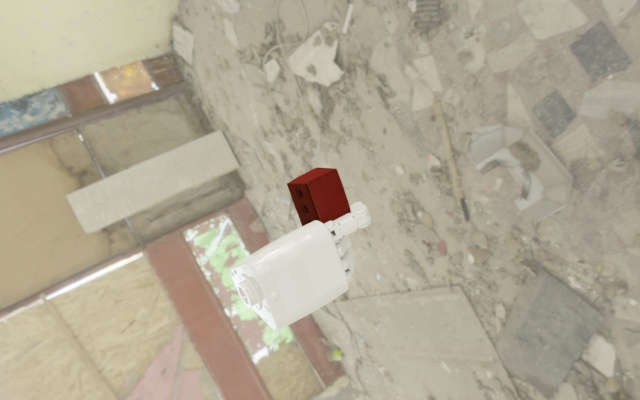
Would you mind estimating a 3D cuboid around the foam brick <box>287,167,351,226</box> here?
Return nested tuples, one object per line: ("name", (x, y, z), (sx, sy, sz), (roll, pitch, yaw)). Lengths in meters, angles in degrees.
("foam brick", (0.000, 0.002, 0.622), (0.051, 0.078, 0.053), (-27, 16, -26))
